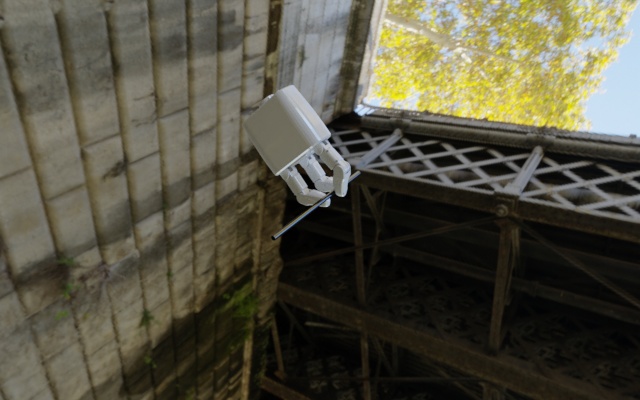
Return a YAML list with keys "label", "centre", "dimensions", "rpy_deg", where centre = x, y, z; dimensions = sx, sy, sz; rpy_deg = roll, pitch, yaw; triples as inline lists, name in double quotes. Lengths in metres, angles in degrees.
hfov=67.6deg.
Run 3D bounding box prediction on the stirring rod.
- label: "stirring rod"
  centre: [0.000, 0.002, 0.769]
  dimensions: [0.011, 0.011, 0.239]
  rpy_deg: [0, 25, 39]
